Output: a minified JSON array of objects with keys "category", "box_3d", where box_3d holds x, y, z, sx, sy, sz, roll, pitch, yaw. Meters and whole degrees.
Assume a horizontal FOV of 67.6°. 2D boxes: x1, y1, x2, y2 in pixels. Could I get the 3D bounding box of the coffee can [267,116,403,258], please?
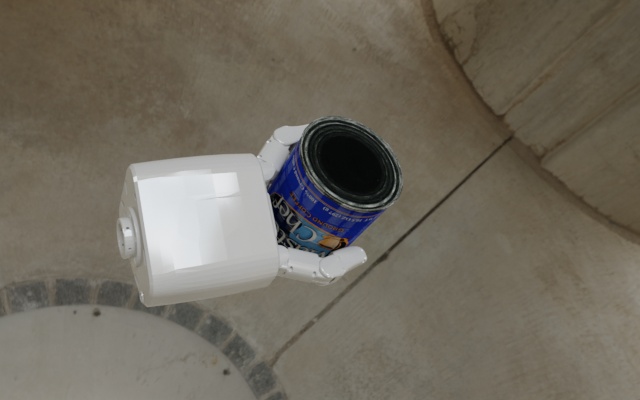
[{"category":"coffee can","box_3d":[0.000,0.002,0.470,0.103,0.102,0.140,0,-31,-29]}]
